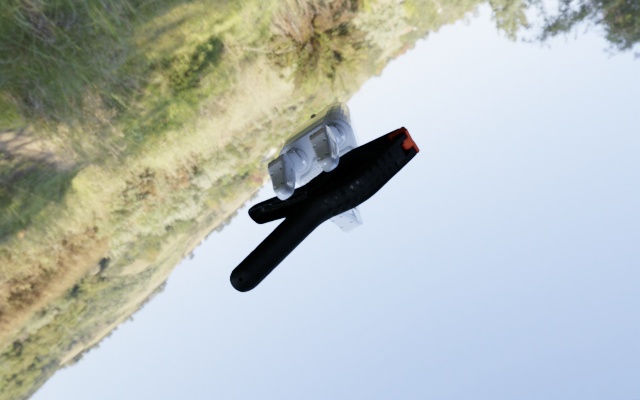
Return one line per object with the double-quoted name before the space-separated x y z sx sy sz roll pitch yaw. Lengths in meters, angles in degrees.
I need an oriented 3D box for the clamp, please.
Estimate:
"clamp" 0.001 0.002 0.464 0.210 0.036 0.164 -30 21 17
